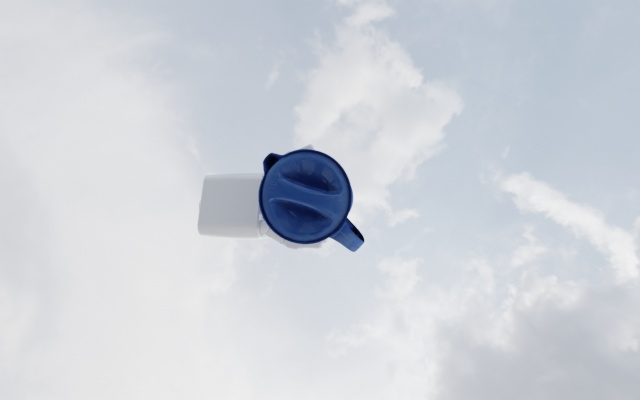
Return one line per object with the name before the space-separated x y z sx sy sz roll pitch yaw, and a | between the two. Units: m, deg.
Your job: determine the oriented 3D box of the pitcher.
pitcher | 0.000 0.002 0.776 0.145 0.149 0.243 -2 0 8
